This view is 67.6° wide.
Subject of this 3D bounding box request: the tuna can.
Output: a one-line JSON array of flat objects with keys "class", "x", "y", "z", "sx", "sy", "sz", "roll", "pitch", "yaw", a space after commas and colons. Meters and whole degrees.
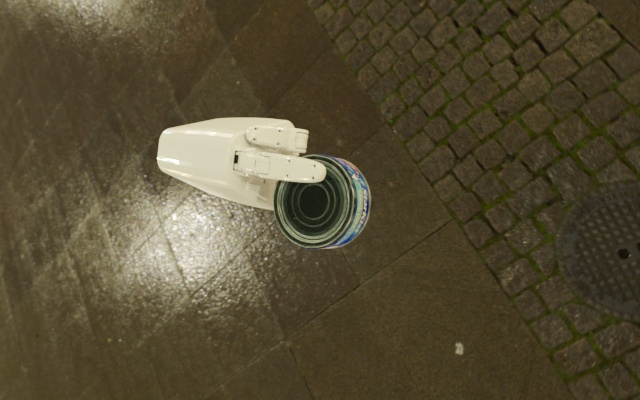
[{"class": "tuna can", "x": 0.000, "y": 0.001, "z": 0.432, "sx": 0.086, "sy": 0.086, "sz": 0.034, "roll": 0, "pitch": -3, "yaw": 29}]
